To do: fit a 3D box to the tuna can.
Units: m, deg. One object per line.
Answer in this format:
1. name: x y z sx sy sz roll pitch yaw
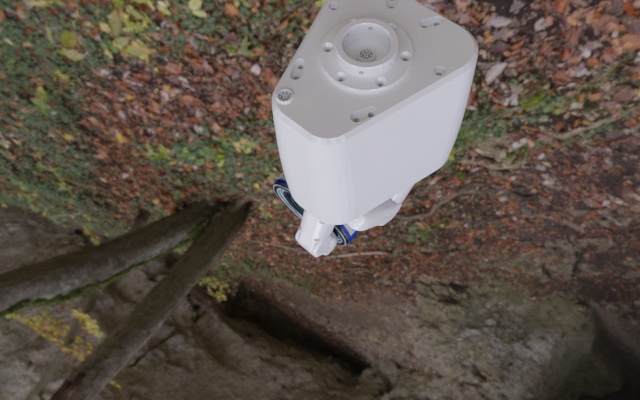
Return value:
1. tuna can: 0.000 0.002 0.421 0.086 0.033 0.086 37 -13 10
